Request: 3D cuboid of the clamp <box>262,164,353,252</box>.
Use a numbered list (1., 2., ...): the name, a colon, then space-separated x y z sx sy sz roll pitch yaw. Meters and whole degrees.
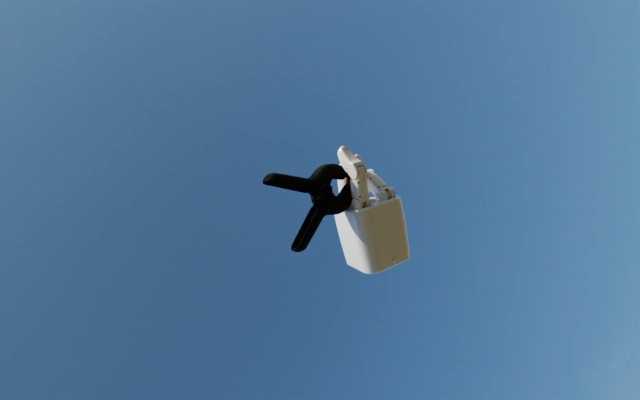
1. clamp: 0.000 0.002 0.723 0.171 0.120 0.039 -17 9 -33
